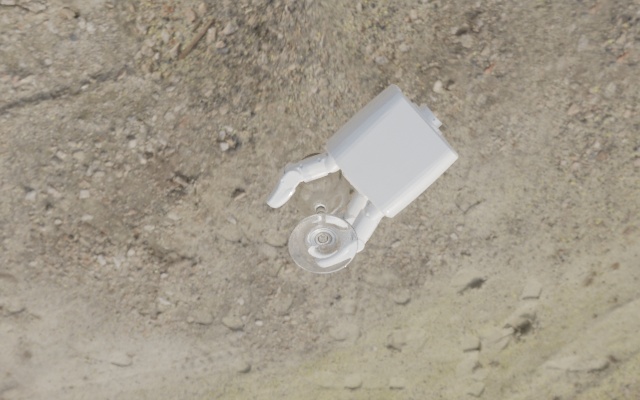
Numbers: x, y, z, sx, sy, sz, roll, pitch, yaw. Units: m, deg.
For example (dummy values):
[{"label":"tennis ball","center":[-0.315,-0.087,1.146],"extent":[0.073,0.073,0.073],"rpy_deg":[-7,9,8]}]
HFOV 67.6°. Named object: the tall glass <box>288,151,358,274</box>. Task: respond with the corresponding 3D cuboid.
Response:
[{"label":"tall glass","center":[0.000,0.002,0.592],"extent":[0.079,0.079,0.201],"rpy_deg":[0,27,-2]}]
